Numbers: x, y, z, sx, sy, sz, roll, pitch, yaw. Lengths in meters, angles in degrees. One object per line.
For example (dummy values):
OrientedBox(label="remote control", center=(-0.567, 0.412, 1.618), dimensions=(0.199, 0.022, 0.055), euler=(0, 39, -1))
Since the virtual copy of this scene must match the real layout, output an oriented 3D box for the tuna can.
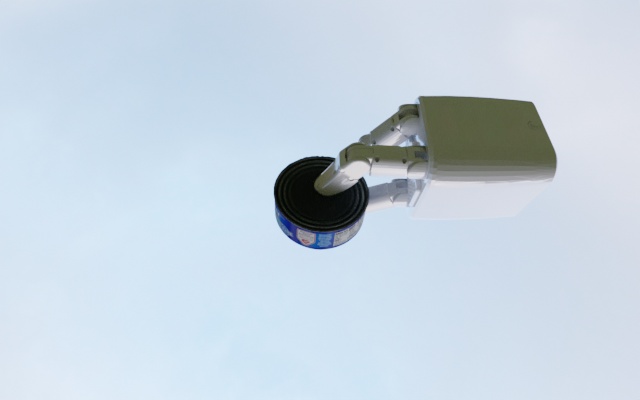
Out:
OrientedBox(label="tuna can", center=(0.000, 0.002, 0.438), dimensions=(0.086, 0.086, 0.034), euler=(0, -37, -4))
